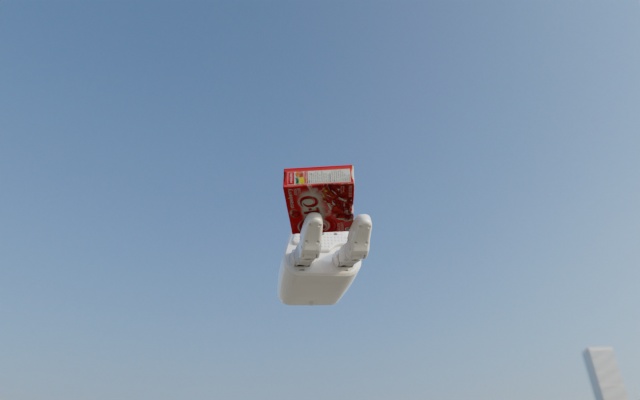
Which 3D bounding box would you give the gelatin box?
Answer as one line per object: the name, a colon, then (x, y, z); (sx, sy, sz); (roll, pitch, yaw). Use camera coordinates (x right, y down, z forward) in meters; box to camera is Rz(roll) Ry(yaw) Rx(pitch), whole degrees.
gelatin box: (0.000, 0.001, 0.522); (0.073, 0.030, 0.089); (-3, -38, 2)
